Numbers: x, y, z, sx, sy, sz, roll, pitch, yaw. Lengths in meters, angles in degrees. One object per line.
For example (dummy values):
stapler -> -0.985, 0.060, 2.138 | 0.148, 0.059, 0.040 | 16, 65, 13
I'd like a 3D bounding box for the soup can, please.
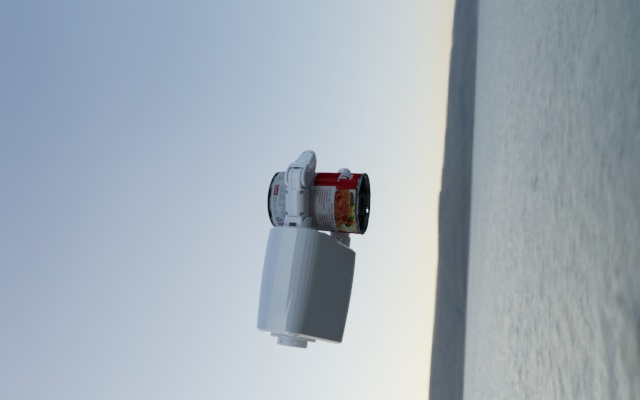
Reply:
soup can -> 0.000, 0.001, 0.533 | 0.102, 0.068, 0.068 | 2, 1, 17
